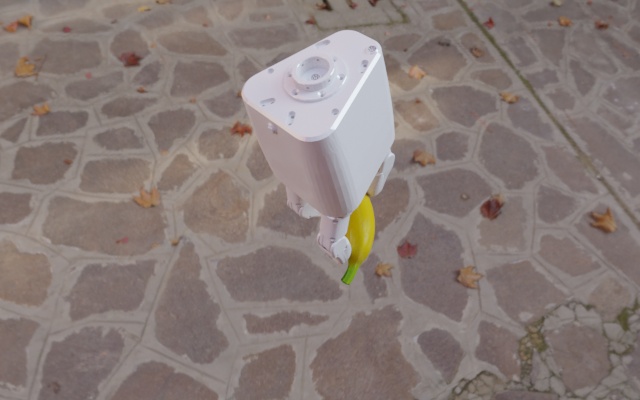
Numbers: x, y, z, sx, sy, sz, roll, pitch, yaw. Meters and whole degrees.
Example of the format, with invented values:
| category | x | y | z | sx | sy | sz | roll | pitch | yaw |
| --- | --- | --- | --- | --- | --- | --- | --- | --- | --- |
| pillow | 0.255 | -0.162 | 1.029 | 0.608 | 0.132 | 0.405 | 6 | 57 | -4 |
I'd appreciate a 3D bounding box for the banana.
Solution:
| category | x | y | z | sx | sy | sz | roll | pitch | yaw |
| --- | --- | --- | --- | --- | --- | --- | --- | --- | --- |
| banana | 0.016 | -0.005 | 0.544 | 0.069 | 0.197 | 0.037 | -33 | -38 | 13 |
